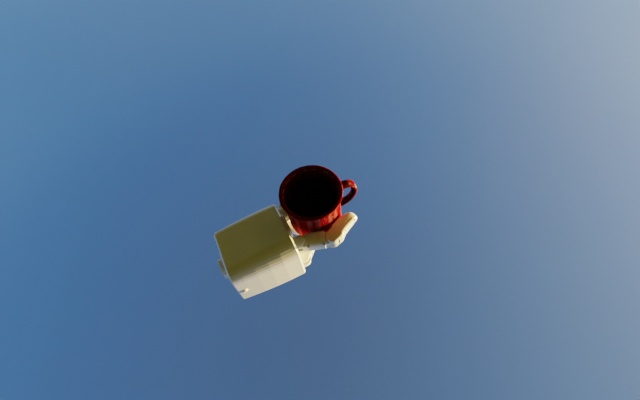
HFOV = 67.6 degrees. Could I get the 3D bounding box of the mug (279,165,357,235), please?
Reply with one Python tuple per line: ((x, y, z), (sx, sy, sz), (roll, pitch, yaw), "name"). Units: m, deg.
((0.001, 0.002, 0.719), (0.117, 0.093, 0.081), (-24, -28, -8), "mug")
